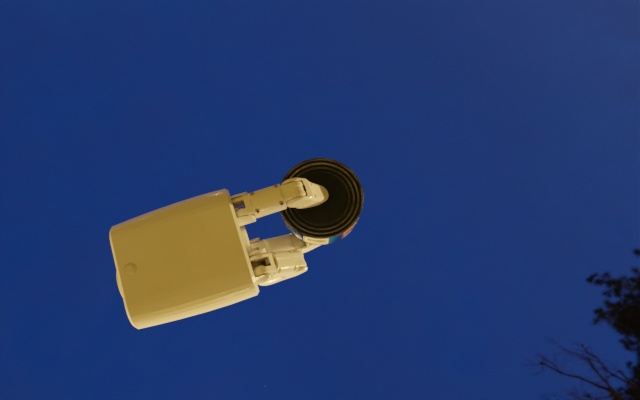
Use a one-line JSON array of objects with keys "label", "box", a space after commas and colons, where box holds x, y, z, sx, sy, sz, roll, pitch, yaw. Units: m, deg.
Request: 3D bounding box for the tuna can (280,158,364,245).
[{"label": "tuna can", "box": [0.000, 0.002, 0.491, 0.086, 0.086, 0.034, 0, -19, -1]}]
